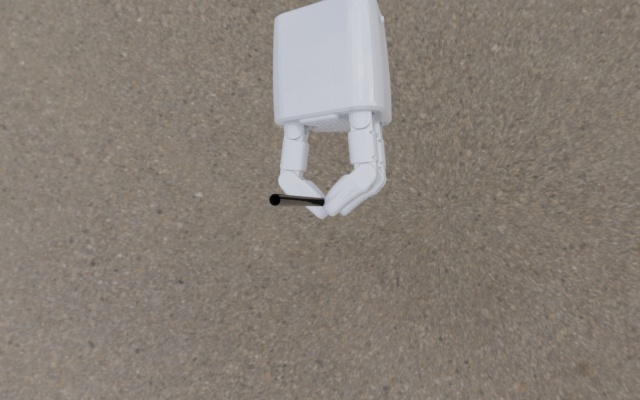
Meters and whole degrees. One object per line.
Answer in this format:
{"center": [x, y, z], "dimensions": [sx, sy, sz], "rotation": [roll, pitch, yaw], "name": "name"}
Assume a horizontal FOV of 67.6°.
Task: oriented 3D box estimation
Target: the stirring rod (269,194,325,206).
{"center": [0.000, 0.001, 0.431], "dimensions": [0.011, 0.011, 0.239], "rotation": [0, -1, 15], "name": "stirring rod"}
